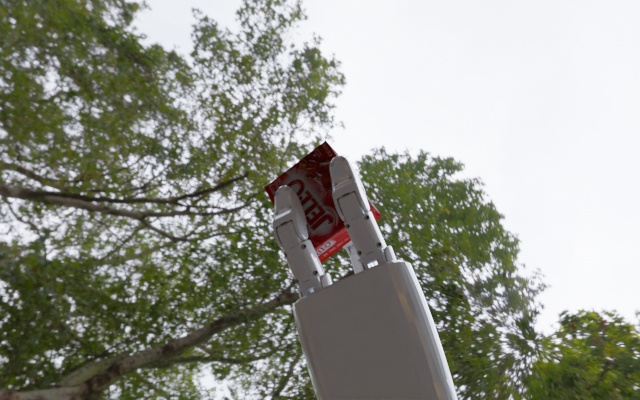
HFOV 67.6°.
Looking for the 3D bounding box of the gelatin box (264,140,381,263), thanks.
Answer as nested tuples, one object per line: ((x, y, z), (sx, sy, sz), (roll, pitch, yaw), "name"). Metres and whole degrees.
((0.000, 0.001, 0.422), (0.073, 0.089, 0.030), (-37, -36, 8), "gelatin box")
